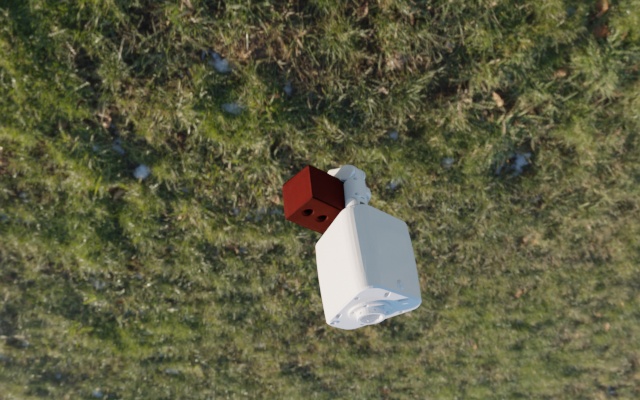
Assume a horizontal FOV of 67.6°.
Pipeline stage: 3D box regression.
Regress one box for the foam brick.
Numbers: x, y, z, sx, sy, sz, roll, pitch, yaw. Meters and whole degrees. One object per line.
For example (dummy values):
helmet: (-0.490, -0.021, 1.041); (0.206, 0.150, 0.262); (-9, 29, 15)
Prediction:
foam brick: (0.000, 0.002, 0.583); (0.078, 0.051, 0.053); (24, -45, -34)
